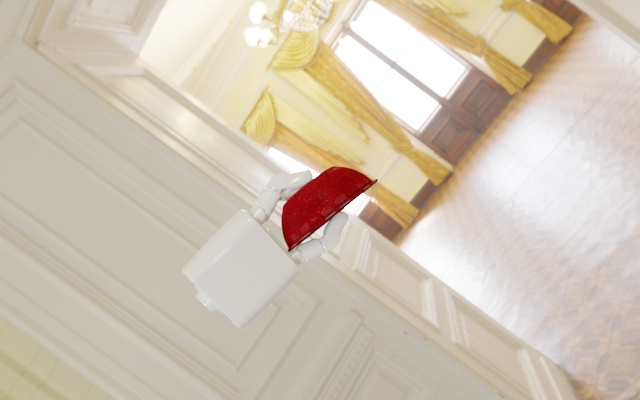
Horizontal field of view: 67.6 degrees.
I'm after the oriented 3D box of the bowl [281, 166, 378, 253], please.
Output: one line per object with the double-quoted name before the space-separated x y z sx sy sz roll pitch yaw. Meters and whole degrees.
"bowl" 0.001 0.001 0.656 0.162 0.055 0.162 -38 -4 -3
